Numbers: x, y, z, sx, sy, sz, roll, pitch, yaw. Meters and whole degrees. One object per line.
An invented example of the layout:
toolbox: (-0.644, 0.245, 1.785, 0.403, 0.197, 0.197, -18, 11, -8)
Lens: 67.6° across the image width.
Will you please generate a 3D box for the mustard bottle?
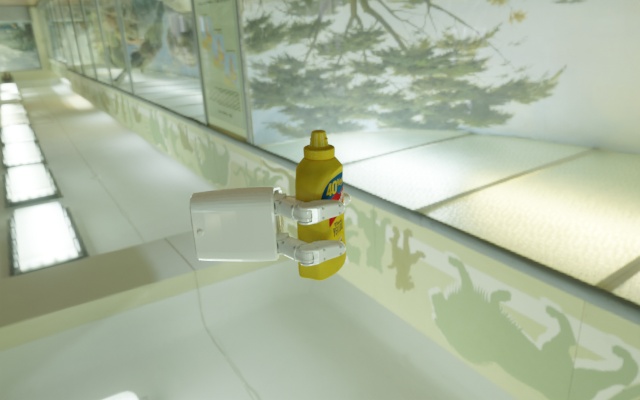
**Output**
mustard bottle: (0.000, 0.002, 0.635, 0.058, 0.192, 0.096, 7, 22, 24)
